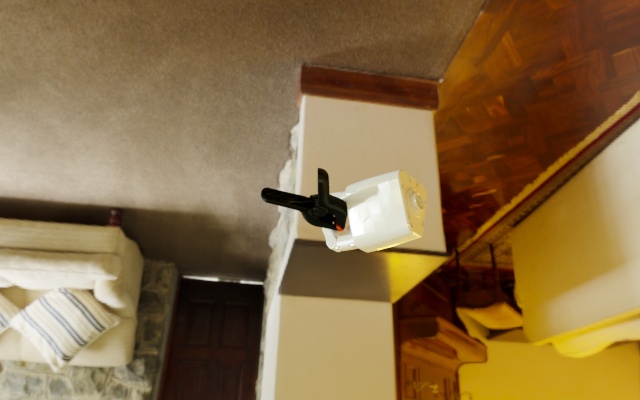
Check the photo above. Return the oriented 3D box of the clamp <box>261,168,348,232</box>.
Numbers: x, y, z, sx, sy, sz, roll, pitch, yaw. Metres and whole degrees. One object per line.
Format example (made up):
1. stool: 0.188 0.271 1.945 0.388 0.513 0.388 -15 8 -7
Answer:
1. clamp: 0.000 0.003 0.788 0.120 0.039 0.171 -19 -33 37
